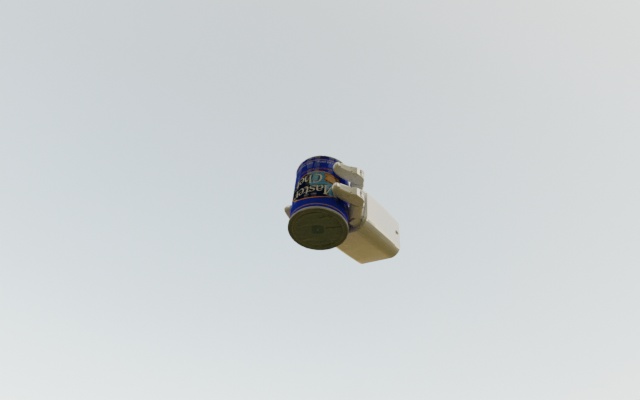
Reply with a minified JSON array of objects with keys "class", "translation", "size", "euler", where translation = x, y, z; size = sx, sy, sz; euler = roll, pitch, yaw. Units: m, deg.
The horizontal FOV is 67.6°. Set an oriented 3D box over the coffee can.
[{"class":"coffee can","translation":[0.000,0.003,0.850],"size":[0.103,0.103,0.140],"euler":[0,43,5]}]
